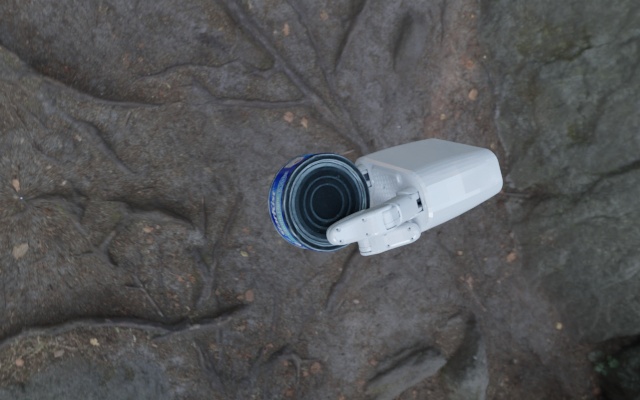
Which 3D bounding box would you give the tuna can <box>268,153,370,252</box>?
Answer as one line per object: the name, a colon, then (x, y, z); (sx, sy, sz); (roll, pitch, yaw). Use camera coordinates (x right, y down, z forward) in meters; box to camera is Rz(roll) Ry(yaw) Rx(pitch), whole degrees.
tuna can: (0.000, 0.001, 0.414); (0.086, 0.086, 0.034); (0, 2, -27)
